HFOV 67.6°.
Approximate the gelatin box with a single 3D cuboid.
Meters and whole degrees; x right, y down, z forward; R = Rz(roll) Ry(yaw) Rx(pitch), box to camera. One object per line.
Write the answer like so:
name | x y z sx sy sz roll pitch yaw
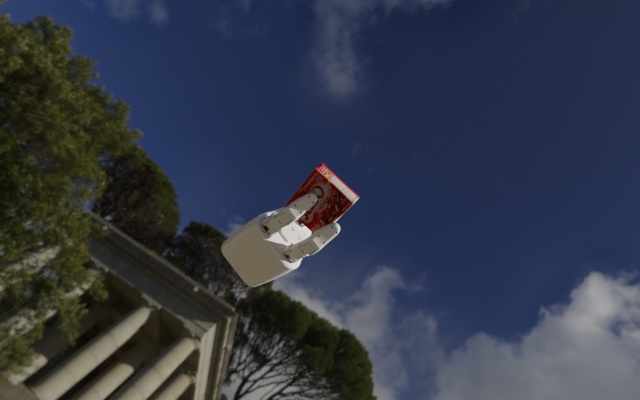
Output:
gelatin box | 0.000 0.002 0.696 0.089 0.073 0.030 -48 -2 34
